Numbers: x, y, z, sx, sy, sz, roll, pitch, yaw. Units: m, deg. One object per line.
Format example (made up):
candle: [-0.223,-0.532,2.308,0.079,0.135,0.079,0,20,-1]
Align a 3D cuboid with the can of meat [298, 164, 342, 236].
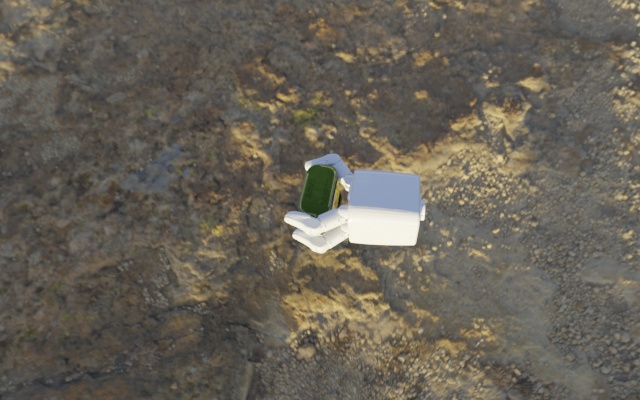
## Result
can of meat: [0.000,0.002,0.786,0.057,0.102,0.084,7,-28,10]
